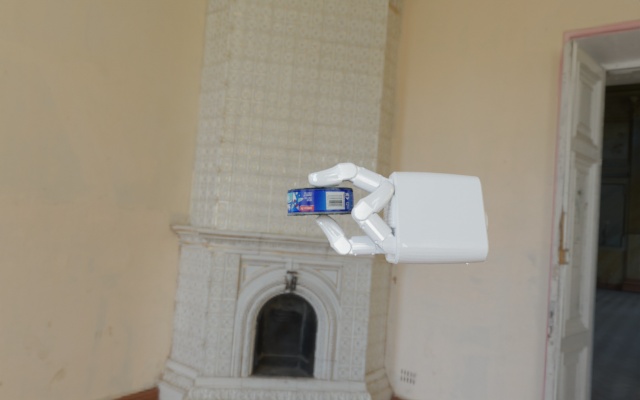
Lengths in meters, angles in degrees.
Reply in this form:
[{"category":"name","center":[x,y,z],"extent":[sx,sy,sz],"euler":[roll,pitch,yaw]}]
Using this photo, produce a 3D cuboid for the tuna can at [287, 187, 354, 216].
[{"category":"tuna can","center":[0.000,0.001,0.609],"extent":[0.086,0.034,0.086],"euler":[-2,-2,0]}]
